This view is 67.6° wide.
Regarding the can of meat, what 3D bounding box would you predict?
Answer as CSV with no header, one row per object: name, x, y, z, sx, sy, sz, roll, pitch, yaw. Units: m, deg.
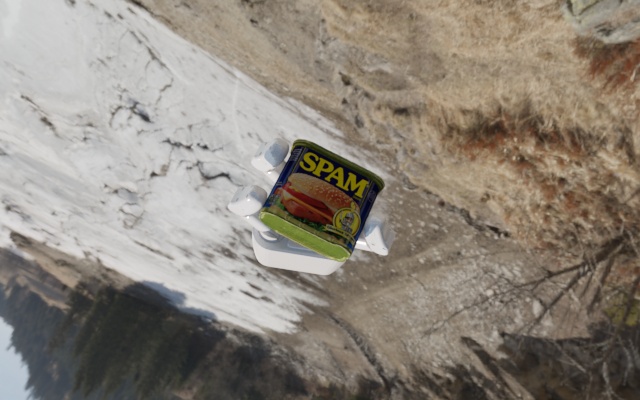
can of meat,0.000,0.002,0.473,0.102,0.084,0.057,27,-21,-2
